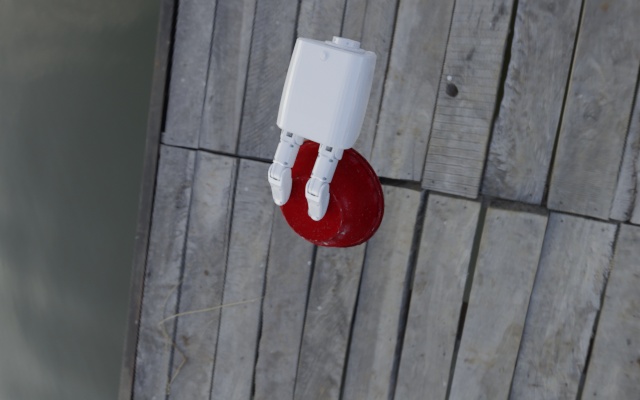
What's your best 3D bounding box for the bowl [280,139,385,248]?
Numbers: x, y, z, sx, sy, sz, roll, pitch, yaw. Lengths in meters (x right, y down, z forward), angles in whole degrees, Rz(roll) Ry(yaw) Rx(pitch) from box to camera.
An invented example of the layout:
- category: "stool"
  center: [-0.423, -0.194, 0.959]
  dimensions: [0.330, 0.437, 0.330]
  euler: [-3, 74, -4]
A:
- category: "bowl"
  center: [0.000, 0.003, 0.632]
  dimensions: [0.162, 0.162, 0.055]
  euler: [0, 23, 32]
